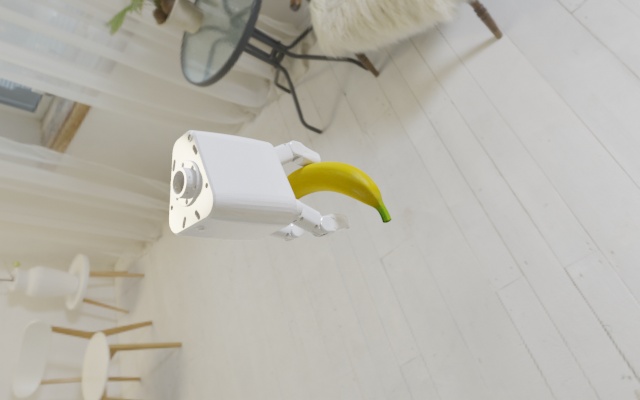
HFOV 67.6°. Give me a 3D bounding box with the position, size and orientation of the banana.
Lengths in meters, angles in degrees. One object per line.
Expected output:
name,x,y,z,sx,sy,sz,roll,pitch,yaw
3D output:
banana,0.003,-0.016,0.614,0.198,0.069,0.037,8,8,43
